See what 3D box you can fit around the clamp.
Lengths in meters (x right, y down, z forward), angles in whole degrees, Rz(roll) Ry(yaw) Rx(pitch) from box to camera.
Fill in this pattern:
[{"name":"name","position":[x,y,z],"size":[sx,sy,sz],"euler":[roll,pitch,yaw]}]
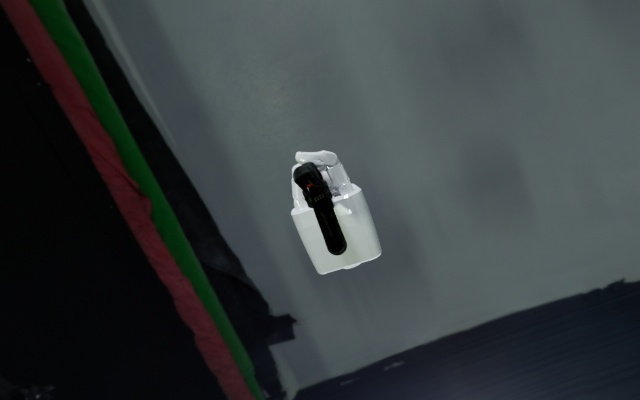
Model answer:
[{"name":"clamp","position":[-0.001,0.002,0.634],"size":[0.039,0.120,0.171],"euler":[-18,10,5]}]
